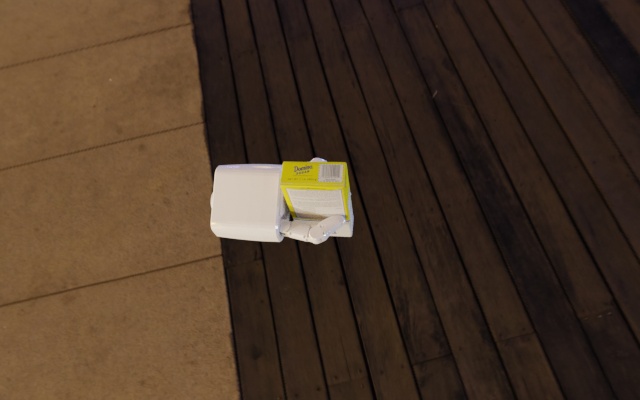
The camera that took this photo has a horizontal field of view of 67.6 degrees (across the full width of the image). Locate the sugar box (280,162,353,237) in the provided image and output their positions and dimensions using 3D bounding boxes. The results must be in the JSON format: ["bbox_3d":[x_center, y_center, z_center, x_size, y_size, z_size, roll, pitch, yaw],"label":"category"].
[{"bbox_3d":[0.000,0.002,0.734,0.093,0.048,0.176,2,-24,8],"label":"sugar box"}]
